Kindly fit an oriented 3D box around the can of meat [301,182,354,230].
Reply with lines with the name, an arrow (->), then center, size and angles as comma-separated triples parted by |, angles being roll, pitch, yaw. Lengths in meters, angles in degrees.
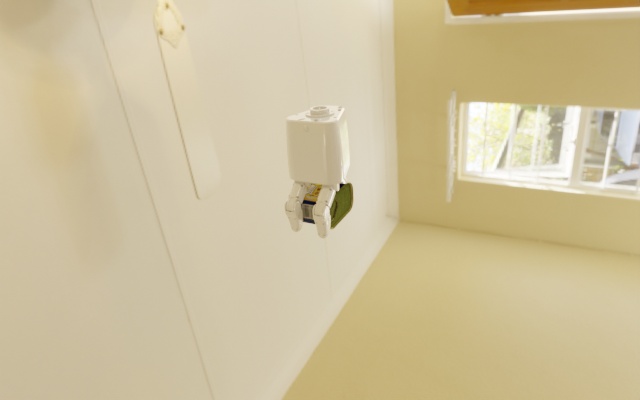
can of meat -> 0.000, 0.003, 0.853 | 0.084, 0.057, 0.102 | 9, 30, 26
